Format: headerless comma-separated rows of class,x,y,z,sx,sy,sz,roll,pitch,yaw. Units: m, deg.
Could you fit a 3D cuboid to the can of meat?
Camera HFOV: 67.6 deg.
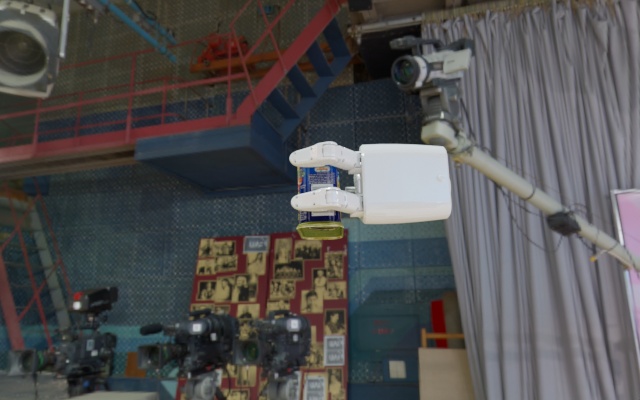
can of meat,0.000,0.002,0.616,0.057,0.084,0.102,-2,-13,2
